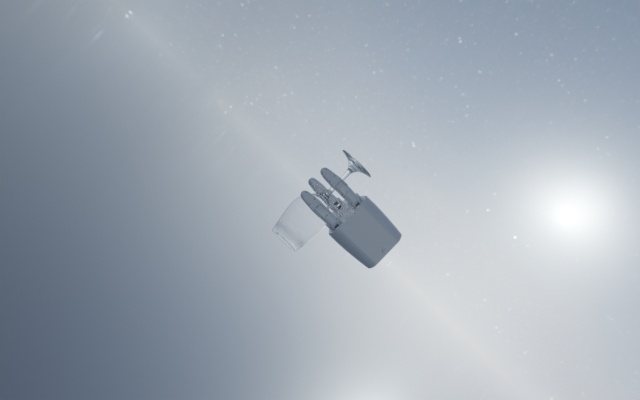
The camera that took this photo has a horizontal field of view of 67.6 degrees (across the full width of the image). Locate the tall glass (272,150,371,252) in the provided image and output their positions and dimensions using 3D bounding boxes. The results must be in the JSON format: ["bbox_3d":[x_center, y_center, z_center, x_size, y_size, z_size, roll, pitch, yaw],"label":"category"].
[{"bbox_3d":[0.000,0.002,0.895,0.079,0.201,0.079,44,0,0],"label":"tall glass"}]
